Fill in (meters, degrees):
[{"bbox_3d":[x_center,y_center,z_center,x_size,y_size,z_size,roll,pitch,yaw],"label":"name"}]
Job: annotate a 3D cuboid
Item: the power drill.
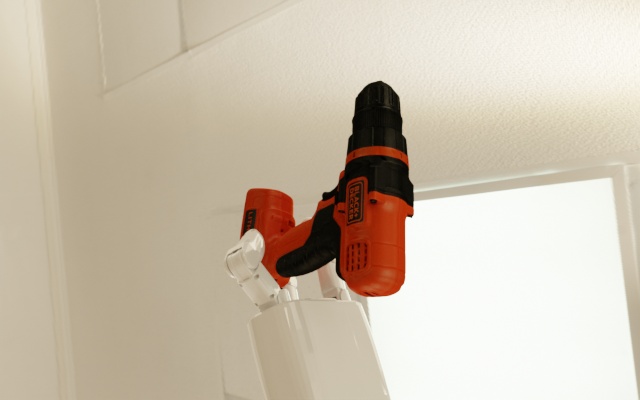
[{"bbox_3d":[0.000,0.002,0.431,0.057,0.184,0.188,22,-29,-34],"label":"power drill"}]
